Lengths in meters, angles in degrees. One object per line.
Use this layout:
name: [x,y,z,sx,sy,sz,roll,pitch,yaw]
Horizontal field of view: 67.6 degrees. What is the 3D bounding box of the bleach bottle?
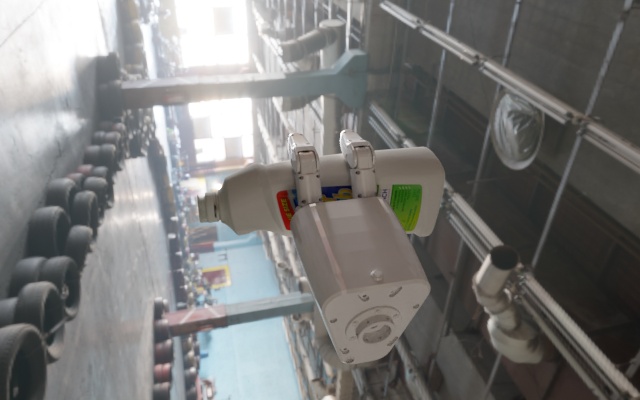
bleach bottle: [0.000,0.002,0.506,0.251,0.103,0.068,-6,39,-13]
